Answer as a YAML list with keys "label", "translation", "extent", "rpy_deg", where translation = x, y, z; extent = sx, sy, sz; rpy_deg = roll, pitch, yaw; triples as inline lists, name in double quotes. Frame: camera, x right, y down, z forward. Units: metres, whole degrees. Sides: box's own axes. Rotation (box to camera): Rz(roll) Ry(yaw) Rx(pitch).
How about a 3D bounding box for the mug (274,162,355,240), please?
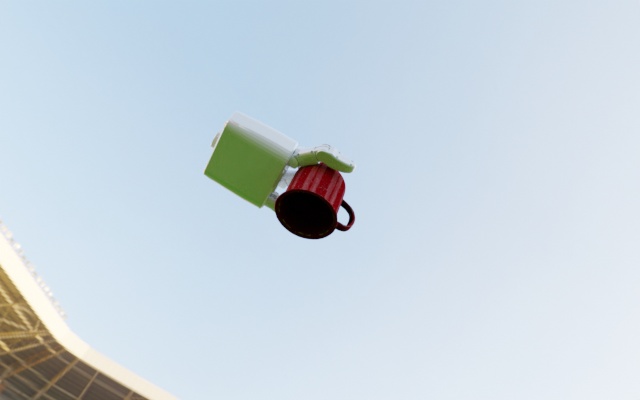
- label: "mug"
  translation: [0.001, 0.003, 0.701]
  extent: [0.117, 0.093, 0.081]
  rpy_deg: [29, 42, -5]
